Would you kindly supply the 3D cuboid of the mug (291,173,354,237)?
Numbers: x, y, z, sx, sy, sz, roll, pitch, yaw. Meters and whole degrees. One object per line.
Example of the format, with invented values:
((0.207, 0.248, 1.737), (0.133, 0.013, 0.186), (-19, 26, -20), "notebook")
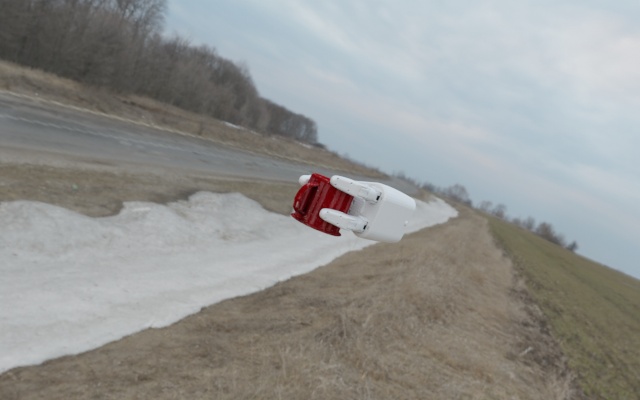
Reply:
((-0.001, 0.002, 0.796), (0.093, 0.081, 0.117), (28, 8, 42), "mug")
